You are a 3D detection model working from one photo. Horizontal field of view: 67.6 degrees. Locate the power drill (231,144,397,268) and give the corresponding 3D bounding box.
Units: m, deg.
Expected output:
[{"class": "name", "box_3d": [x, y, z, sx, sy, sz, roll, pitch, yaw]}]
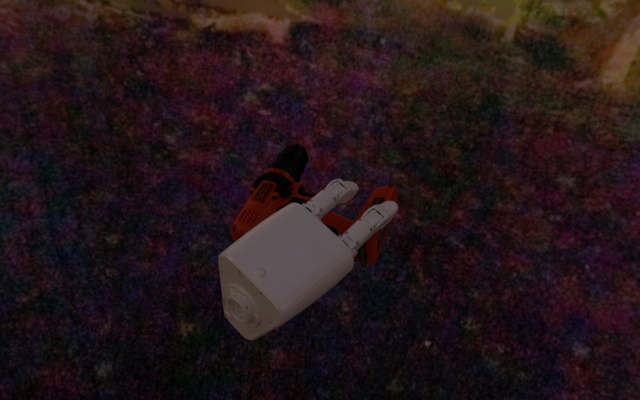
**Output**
[{"class": "power drill", "box_3d": [0.000, 0.002, 0.623, 0.187, 0.184, 0.057, 11, -40, 19]}]
